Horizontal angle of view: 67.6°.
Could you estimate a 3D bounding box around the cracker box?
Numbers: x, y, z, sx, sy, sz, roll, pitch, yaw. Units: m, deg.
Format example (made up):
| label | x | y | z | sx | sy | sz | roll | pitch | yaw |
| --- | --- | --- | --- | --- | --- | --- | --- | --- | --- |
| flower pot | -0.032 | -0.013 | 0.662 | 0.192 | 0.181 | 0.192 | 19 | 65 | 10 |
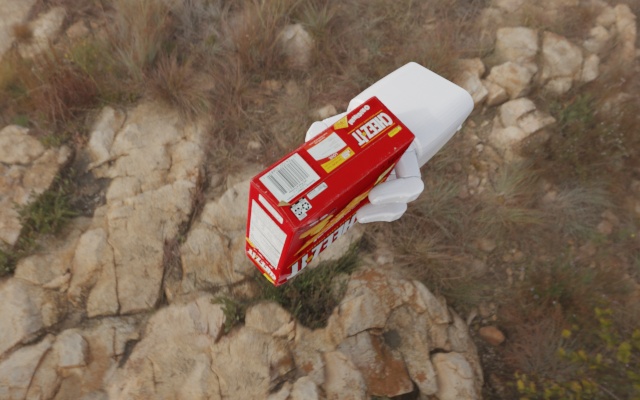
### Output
| label | x | y | z | sx | sy | sz | roll | pitch | yaw |
| --- | --- | --- | --- | --- | --- | --- | --- | --- | --- |
| cracker box | 0.000 | 0.002 | 0.543 | 0.164 | 0.072 | 0.214 | -37 | -13 | -23 |
